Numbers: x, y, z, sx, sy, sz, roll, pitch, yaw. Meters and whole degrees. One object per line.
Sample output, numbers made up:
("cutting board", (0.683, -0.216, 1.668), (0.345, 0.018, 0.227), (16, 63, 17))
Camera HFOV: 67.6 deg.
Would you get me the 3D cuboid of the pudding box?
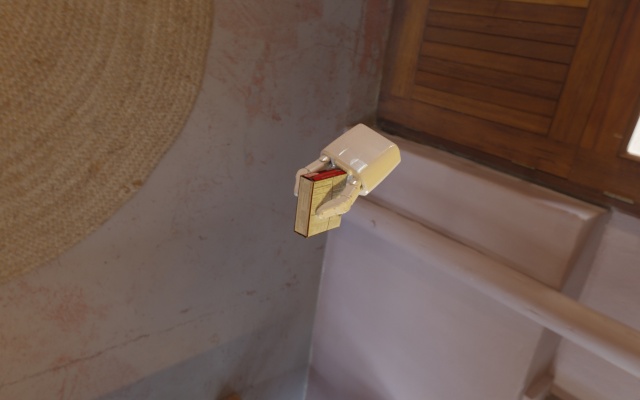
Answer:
("pudding box", (0.000, 0.003, 0.856), (0.090, 0.113, 0.039), (-15, 30, -43))
